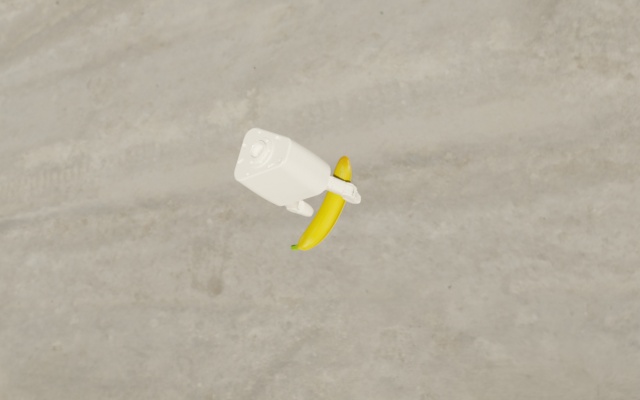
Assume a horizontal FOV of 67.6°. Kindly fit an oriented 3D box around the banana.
[{"bbox_3d":[0.009,0.013,0.844,0.037,0.198,0.069,30,2,-44],"label":"banana"}]
